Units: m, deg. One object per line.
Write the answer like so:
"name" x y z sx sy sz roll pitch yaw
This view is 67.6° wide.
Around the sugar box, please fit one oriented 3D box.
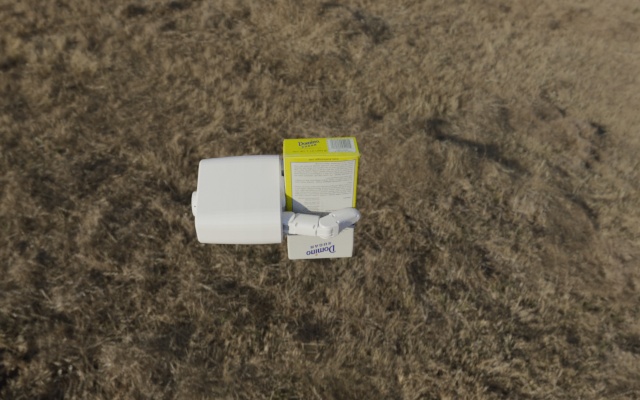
"sugar box" 0.000 0.002 0.632 0.093 0.176 0.048 -2 42 -4
